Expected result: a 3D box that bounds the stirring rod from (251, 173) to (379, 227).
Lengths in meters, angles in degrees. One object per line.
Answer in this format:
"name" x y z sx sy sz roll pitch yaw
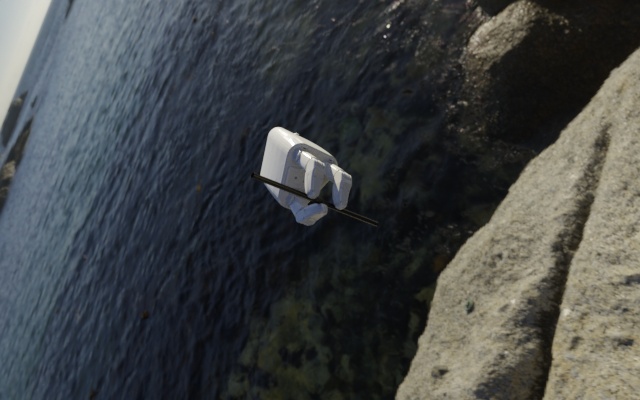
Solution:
"stirring rod" 0.000 0.002 0.716 0.239 0.011 0.011 22 -13 -34
